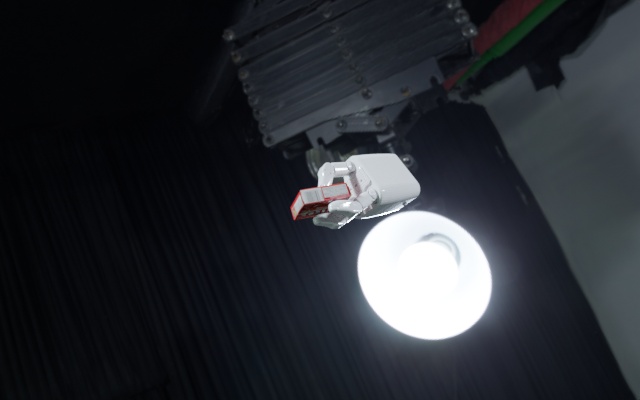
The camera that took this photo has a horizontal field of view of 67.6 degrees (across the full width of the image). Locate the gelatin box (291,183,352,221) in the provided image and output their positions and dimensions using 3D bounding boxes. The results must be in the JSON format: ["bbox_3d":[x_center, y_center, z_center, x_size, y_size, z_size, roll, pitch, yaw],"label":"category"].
[{"bbox_3d":[0.000,0.002,0.826,0.089,0.030,0.073,-10,-20,-21],"label":"gelatin box"}]
